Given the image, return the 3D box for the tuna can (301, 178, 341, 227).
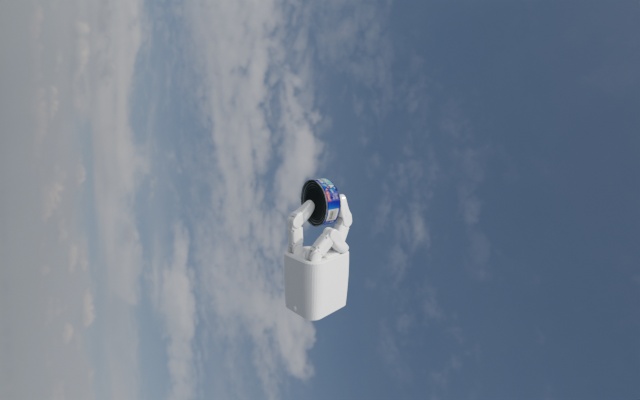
[{"bbox_3d":[0.001,0.003,0.869,0.034,0.086,0.086,-9,5,-33],"label":"tuna can"}]
